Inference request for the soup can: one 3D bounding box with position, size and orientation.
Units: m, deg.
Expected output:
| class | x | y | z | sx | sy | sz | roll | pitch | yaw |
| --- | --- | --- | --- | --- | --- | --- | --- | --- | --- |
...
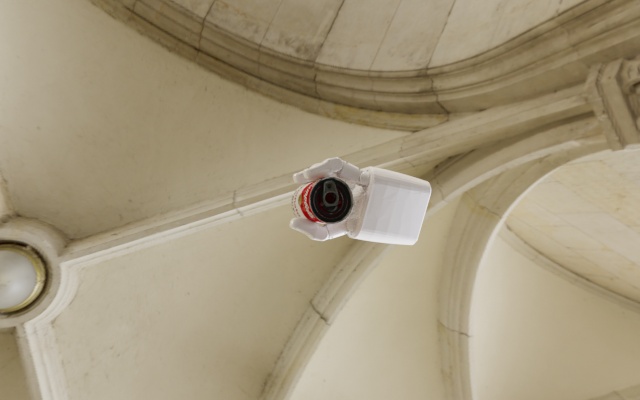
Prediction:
| class | x | y | z | sx | sy | sz | roll | pitch | yaw |
| --- | --- | --- | --- | --- | --- | --- | --- | --- | --- |
| soup can | 0.000 | 0.002 | 0.729 | 0.068 | 0.068 | 0.102 | 0 | -3 | -19 |
